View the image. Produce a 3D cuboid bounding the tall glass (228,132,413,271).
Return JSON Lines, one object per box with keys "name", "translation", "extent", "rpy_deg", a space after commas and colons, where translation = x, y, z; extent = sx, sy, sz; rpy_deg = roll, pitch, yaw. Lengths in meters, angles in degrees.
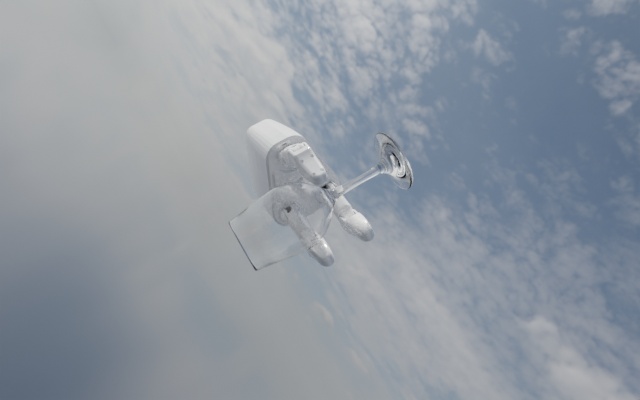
{"name": "tall glass", "translation": [0.001, 0.001, 0.535], "extent": [0.201, 0.079, 0.079], "rpy_deg": [-30, 7, -12]}
